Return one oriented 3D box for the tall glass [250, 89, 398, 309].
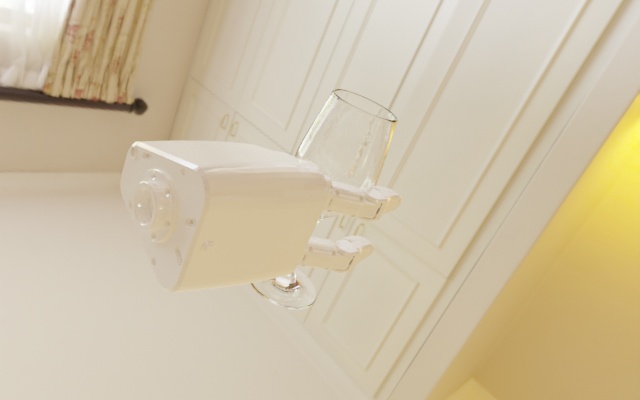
[{"bbox_3d":[0.000,0.002,0.446,0.079,0.201,0.079,21,23,-9],"label":"tall glass"}]
